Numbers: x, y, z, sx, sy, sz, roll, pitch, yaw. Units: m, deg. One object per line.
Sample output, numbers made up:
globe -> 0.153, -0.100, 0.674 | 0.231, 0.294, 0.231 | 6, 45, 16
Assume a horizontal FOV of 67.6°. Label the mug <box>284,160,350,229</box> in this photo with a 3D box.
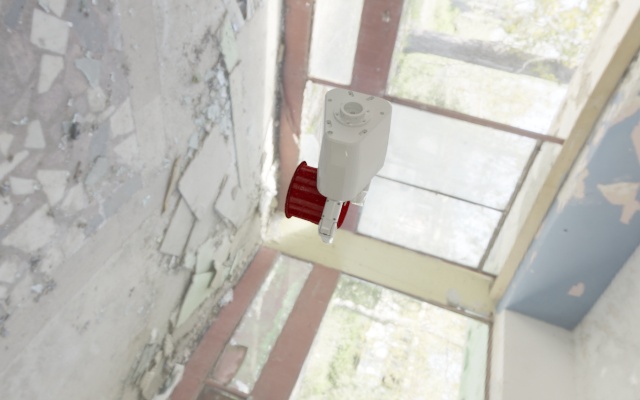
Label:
mug -> 0.000, 0.003, 0.731 | 0.081, 0.093, 0.117 | 17, -38, 11
